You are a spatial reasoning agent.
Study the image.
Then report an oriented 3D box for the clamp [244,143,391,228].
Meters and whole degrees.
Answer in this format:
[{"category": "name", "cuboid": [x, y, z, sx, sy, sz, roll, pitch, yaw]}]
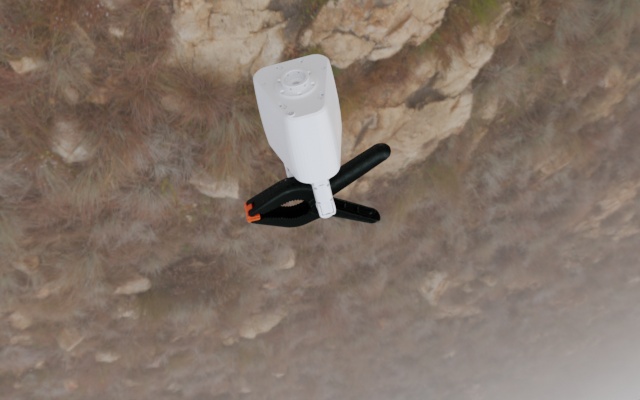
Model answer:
[{"category": "clamp", "cuboid": [0.000, 0.003, 0.682, 0.210, 0.036, 0.165, -16, -37, -3]}]
